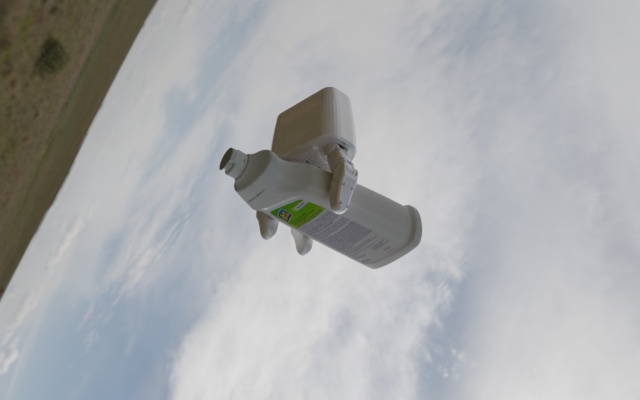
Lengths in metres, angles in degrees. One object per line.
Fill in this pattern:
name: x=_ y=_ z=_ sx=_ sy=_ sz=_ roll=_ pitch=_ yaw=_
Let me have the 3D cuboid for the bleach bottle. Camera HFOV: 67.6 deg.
bleach bottle: x=0.000 y=0.002 z=0.574 sx=0.251 sy=0.068 sz=0.103 roll=28 pitch=-47 yaw=-28
